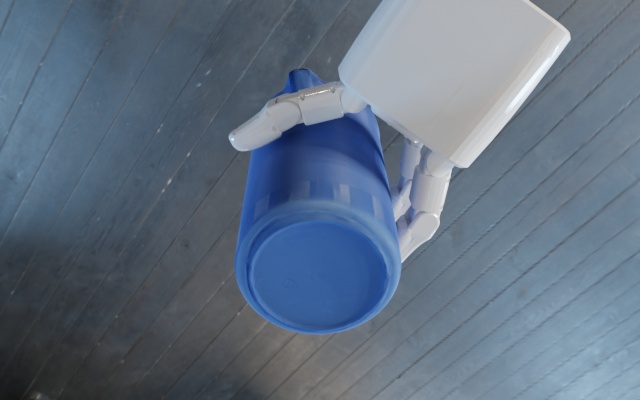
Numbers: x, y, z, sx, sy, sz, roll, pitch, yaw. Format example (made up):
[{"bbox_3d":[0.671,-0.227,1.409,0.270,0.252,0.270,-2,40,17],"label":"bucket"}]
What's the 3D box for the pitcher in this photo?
[{"bbox_3d":[0.000,0.001,0.410,0.149,0.145,0.242,31,24,-16],"label":"pitcher"}]
